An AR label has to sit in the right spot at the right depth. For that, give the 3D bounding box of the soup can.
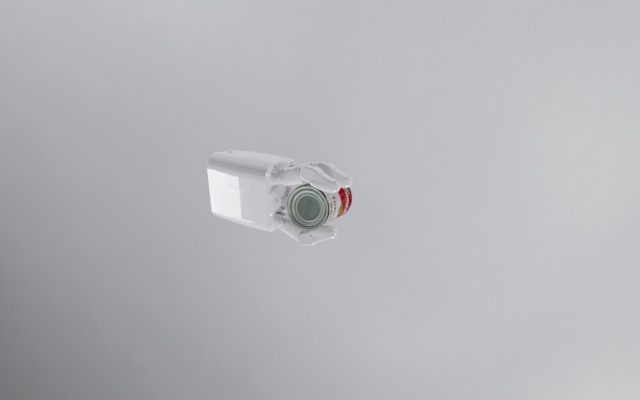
[{"bbox_3d":[0.000,0.003,0.721,0.068,0.068,0.102,0,10,22],"label":"soup can"}]
